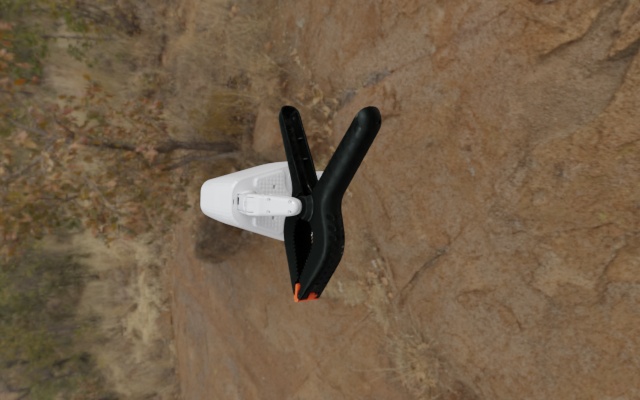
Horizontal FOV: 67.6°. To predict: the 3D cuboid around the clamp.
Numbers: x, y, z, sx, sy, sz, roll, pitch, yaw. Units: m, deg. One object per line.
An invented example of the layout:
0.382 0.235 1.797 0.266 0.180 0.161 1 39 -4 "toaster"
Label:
-0.001 0.002 0.479 0.036 0.210 0.164 1 3 -32 "clamp"
